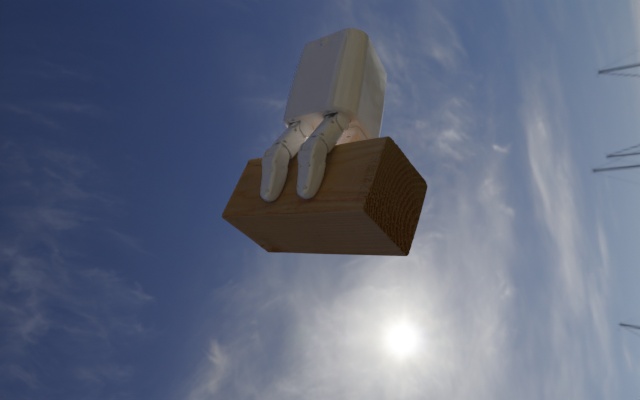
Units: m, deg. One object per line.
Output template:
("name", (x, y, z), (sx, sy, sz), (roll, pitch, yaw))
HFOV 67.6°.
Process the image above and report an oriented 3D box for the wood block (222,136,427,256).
("wood block", (0.000, 0.002, 0.536), (0.206, 0.090, 0.091), (-4, -35, 42))
